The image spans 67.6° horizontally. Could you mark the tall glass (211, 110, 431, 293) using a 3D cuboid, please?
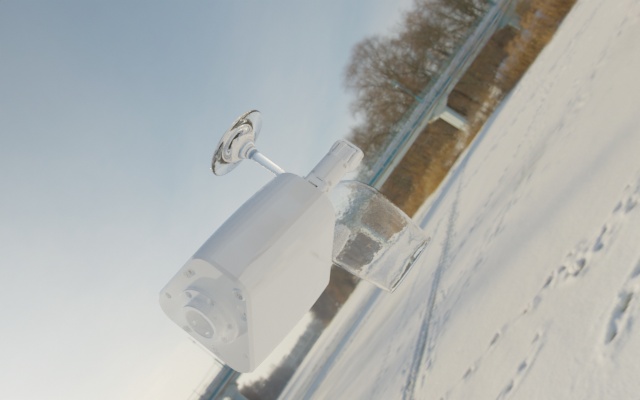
[{"bbox_3d":[0.000,0.001,0.441,0.201,0.079,0.079,35,6,9],"label":"tall glass"}]
